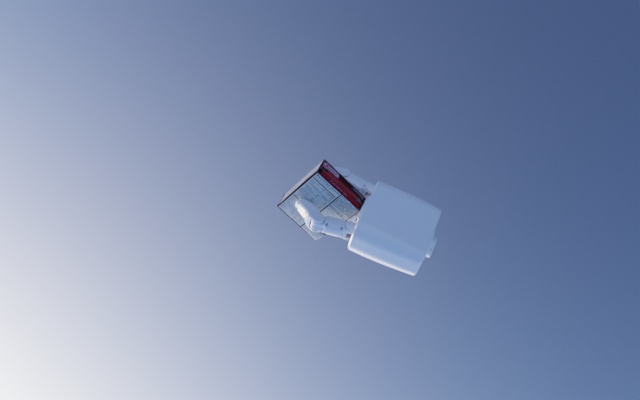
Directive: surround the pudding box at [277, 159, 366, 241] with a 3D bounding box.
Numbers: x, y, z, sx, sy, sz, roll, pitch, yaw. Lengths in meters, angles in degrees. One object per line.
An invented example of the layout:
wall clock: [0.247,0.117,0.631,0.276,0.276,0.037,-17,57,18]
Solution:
pudding box: [0.000,0.003,0.736,0.113,0.090,0.039,-38,13,38]
